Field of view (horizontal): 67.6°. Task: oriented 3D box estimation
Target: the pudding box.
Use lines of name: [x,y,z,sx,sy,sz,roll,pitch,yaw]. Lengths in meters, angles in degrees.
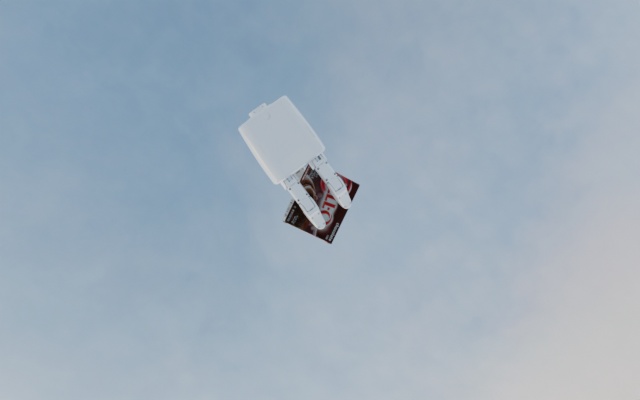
pudding box: [0.000,0.003,0.792,0.090,0.113,0.039,26,0,-14]
